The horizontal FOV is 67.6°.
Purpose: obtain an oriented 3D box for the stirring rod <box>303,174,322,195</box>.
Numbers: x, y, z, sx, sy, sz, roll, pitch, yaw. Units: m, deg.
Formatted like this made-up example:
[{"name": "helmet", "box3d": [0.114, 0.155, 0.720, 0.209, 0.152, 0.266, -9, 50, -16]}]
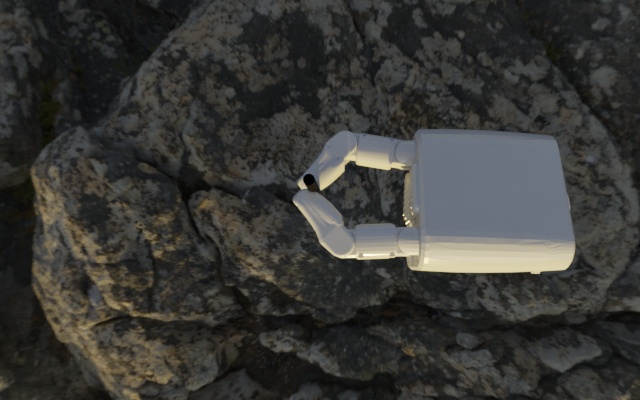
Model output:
[{"name": "stirring rod", "box3d": [0.000, 0.001, 0.441, 0.011, 0.011, 0.239, 0, -7, 4]}]
